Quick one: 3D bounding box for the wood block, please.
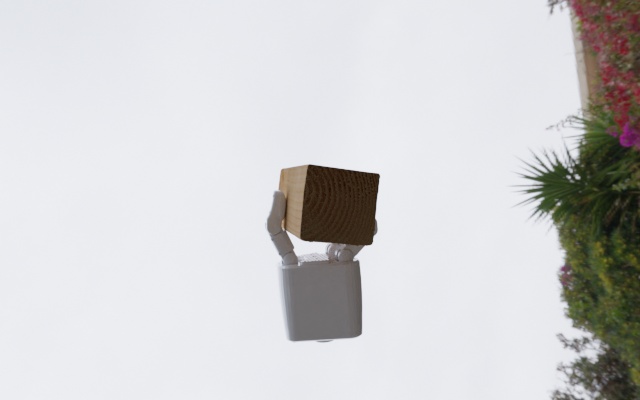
[{"bbox_3d":[0.000,0.002,0.651,0.091,0.090,0.206,6,1,-14],"label":"wood block"}]
